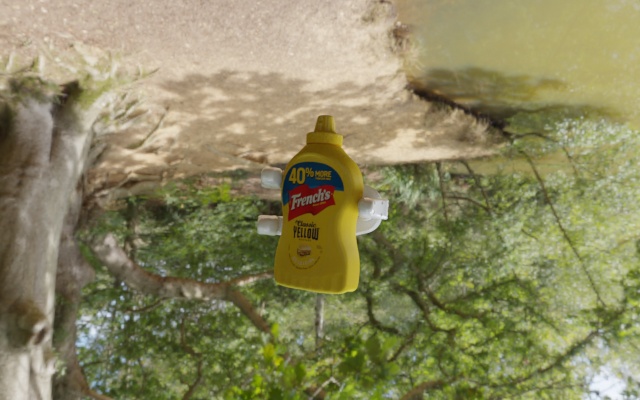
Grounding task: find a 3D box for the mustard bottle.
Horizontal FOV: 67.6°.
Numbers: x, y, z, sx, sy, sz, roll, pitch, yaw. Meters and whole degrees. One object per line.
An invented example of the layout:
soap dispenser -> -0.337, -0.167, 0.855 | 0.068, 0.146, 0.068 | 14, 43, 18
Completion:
mustard bottle -> 0.000, 0.002, 0.530 | 0.096, 0.191, 0.058 | 3, -2, 34
